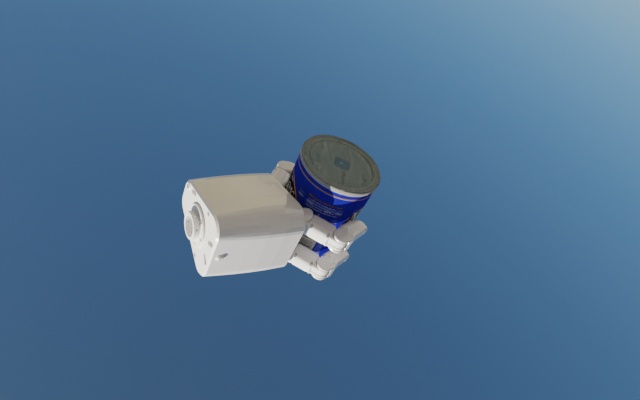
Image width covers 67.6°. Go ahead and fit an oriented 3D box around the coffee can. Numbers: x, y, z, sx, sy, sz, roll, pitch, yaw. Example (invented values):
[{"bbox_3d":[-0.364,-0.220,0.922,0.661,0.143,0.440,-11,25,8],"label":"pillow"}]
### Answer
[{"bbox_3d":[0.000,0.002,0.612,0.103,0.102,0.140,0,-43,-30],"label":"coffee can"}]
